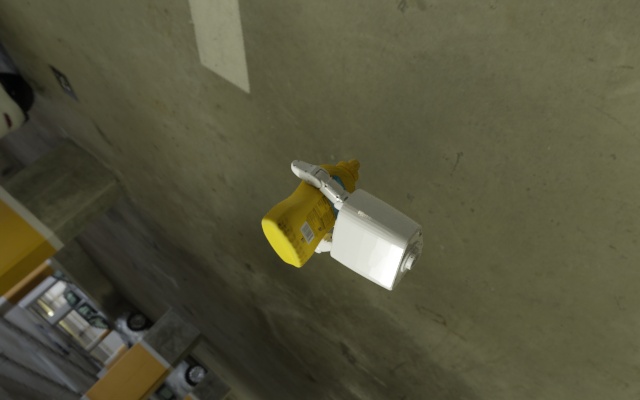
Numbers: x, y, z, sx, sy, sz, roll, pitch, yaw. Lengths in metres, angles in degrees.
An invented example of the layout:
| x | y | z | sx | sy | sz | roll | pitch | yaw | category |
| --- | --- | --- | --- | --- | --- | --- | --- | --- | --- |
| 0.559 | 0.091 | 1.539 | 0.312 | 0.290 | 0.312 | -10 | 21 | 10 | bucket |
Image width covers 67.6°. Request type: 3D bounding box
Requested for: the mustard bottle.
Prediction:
| x | y | z | sx | sy | sz | roll | pitch | yaw | category |
| --- | --- | --- | --- | --- | --- | --- | --- | --- | --- |
| 0.000 | 0.002 | 0.722 | 0.058 | 0.096 | 0.191 | 14 | 52 | 44 | mustard bottle |
